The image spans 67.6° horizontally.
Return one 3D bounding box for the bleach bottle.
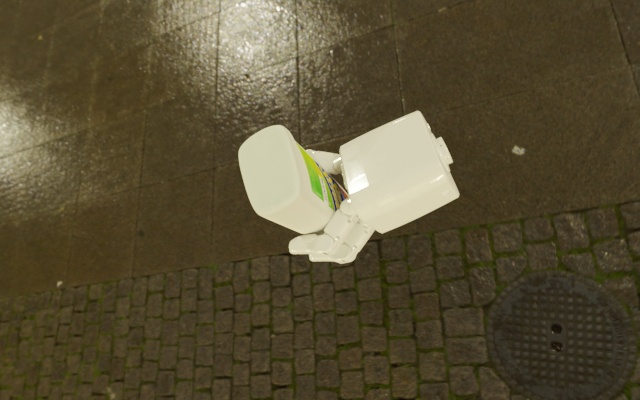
[{"bbox_3d":[0.000,0.002,0.604,0.068,0.102,0.251,-26,-26,18],"label":"bleach bottle"}]
